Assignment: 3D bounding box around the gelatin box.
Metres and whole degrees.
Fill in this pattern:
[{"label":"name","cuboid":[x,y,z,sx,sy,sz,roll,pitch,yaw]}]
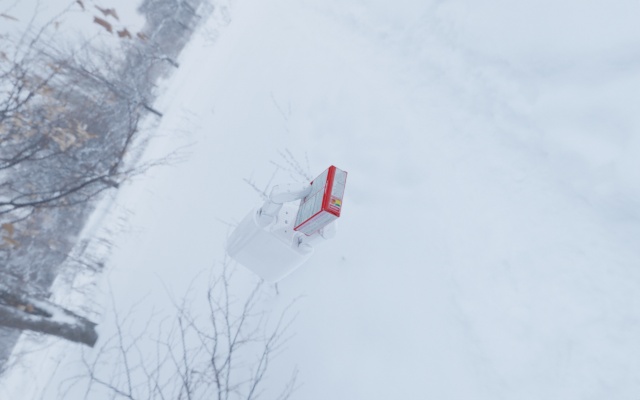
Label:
[{"label":"gelatin box","cuboid":[0.000,0.002,0.674,0.030,0.073,0.089,24,-33,-20]}]
